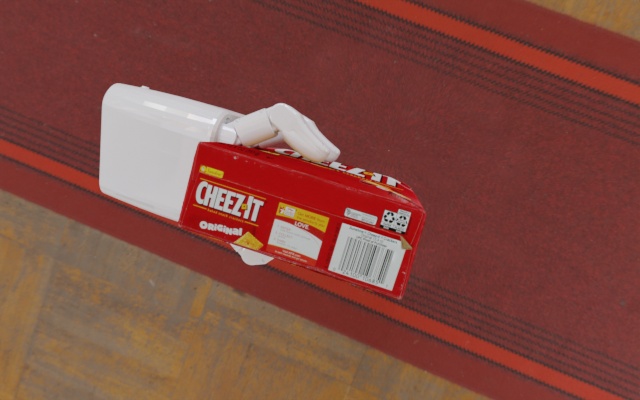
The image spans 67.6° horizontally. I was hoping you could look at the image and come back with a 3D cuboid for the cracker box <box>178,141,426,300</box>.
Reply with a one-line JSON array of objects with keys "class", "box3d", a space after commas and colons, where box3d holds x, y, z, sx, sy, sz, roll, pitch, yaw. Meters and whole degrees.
[{"class": "cracker box", "box3d": [0.000, 0.002, 0.420, 0.164, 0.072, 0.213, 17, 8, 6]}]
